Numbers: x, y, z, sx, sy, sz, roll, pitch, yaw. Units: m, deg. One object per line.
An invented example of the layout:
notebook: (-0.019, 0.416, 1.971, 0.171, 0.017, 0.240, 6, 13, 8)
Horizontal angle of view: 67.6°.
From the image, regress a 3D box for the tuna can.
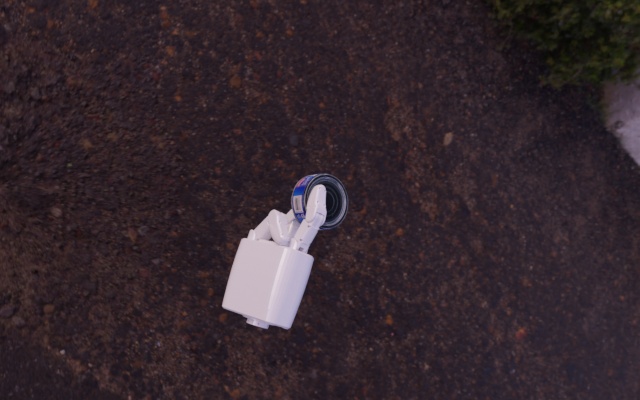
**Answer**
tuna can: (0.000, 0.002, 0.721, 0.086, 0.086, 0.034, 0, -4, -37)
